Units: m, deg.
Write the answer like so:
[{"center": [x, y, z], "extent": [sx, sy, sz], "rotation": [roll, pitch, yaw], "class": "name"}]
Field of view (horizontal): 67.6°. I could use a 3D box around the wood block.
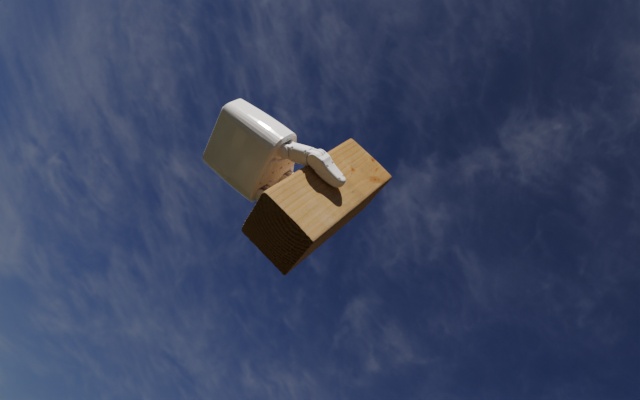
[{"center": [0.000, 0.002, 0.677], "extent": [0.206, 0.090, 0.091], "rotation": [-37, -12, -45], "class": "wood block"}]
